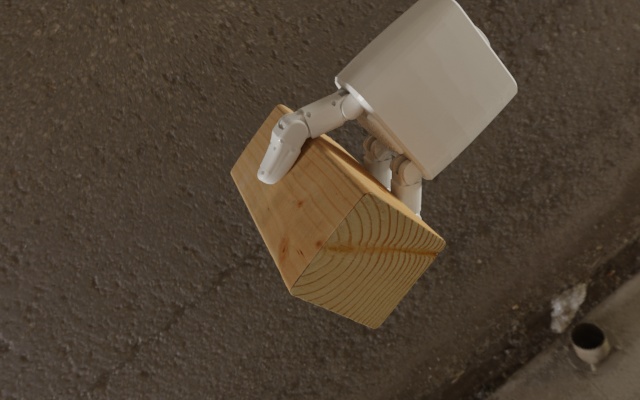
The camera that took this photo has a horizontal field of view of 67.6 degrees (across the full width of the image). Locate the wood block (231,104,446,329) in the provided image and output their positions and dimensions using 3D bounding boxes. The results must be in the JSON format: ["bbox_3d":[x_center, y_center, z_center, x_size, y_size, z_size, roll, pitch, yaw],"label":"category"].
[{"bbox_3d":[0.000,0.001,0.420,0.091,0.090,0.206,31,11,-32],"label":"wood block"}]
